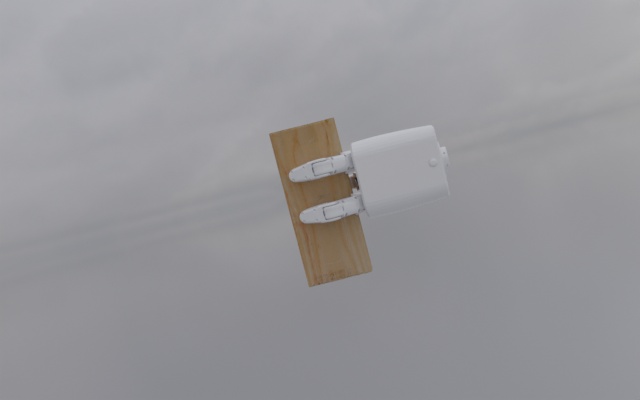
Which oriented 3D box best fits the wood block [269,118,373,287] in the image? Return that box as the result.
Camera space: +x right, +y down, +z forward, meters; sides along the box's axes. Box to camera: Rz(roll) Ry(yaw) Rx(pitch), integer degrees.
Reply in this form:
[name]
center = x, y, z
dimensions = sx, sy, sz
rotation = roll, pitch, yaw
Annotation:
[wood block]
center = 0.000, 0.002, 0.661
dimensions = 0.090, 0.206, 0.091
rotation = -14, 2, 0
